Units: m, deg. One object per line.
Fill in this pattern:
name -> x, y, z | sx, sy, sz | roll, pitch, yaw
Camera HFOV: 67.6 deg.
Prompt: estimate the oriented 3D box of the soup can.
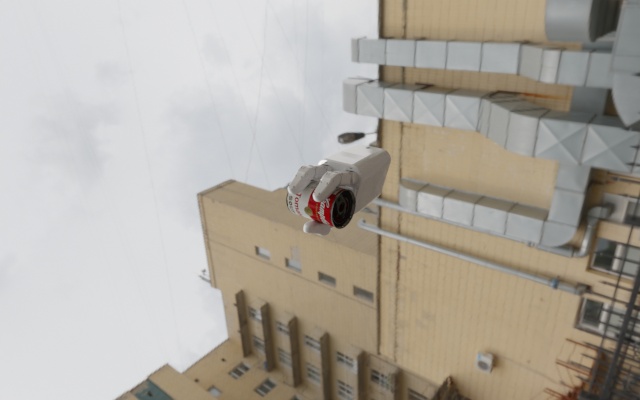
soup can -> 0.000, 0.003, 0.822 | 0.102, 0.068, 0.068 | 17, 10, 35
